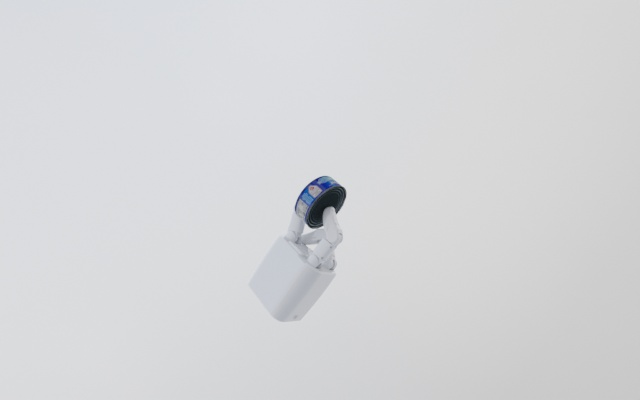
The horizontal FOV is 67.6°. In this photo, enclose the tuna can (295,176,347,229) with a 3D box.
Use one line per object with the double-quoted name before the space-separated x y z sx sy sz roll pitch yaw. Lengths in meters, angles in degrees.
"tuna can" 0.000 0.002 0.773 0.033 0.086 0.086 42 23 29
